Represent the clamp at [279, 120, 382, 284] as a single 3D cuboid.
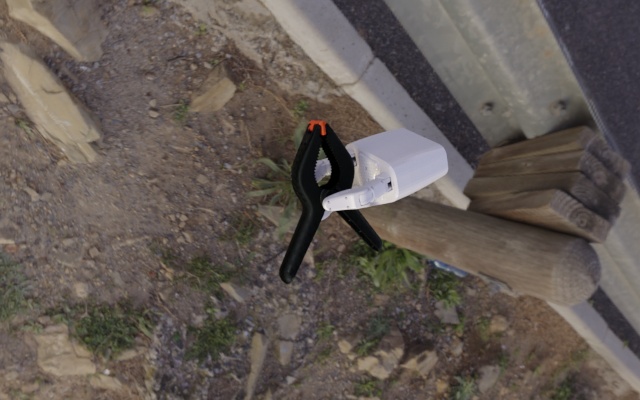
[{"bbox_3d":[0.001,0.002,0.633,0.164,0.210,0.036,-23,20,-28],"label":"clamp"}]
